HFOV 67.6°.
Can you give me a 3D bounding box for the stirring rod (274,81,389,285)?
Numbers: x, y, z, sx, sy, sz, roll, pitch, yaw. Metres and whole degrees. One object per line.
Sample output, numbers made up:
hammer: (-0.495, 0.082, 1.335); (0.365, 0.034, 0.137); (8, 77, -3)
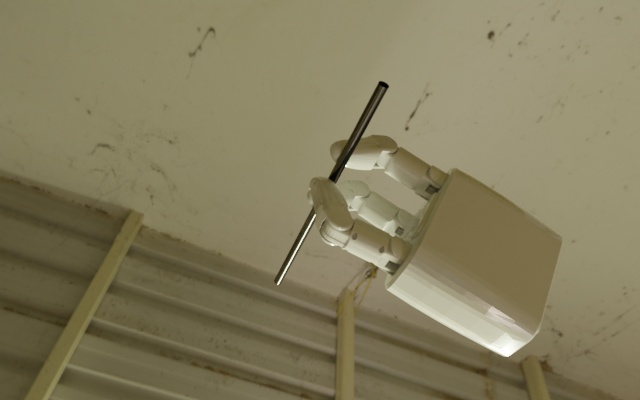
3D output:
stirring rod: (0.000, 0.001, 0.404); (0.011, 0.011, 0.240); (0, -42, -29)
